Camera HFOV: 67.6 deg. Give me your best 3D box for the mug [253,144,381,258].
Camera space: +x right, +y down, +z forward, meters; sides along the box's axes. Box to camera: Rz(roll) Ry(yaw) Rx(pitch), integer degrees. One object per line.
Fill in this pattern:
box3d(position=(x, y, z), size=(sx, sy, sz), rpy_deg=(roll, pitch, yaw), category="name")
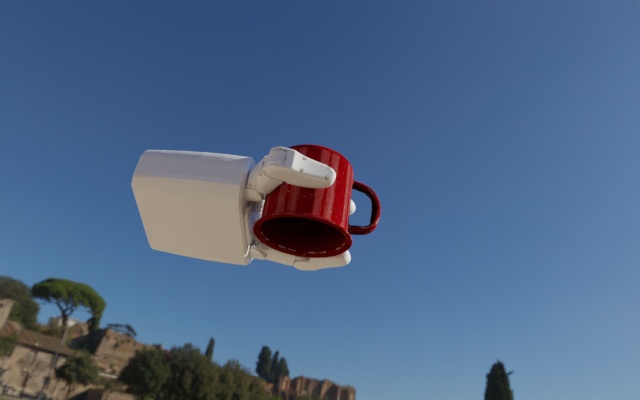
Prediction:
box3d(position=(0.002, 0.001, 0.461), size=(0.117, 0.081, 0.093), rpy_deg=(7, -29, 3), category="mug")
